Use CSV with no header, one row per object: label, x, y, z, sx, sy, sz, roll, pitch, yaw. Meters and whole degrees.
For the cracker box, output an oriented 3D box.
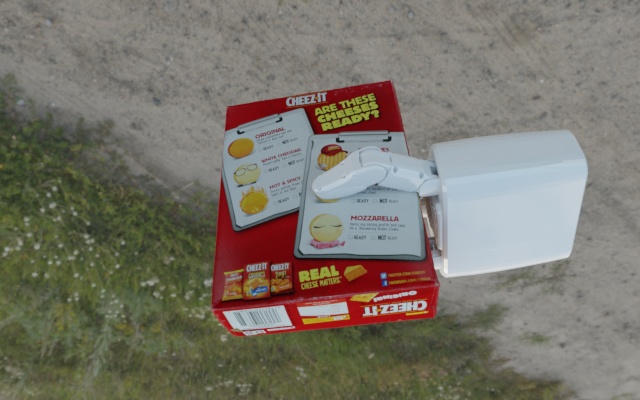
cracker box,0.000,0.001,0.417,0.164,0.213,0.072,-8,-37,4
